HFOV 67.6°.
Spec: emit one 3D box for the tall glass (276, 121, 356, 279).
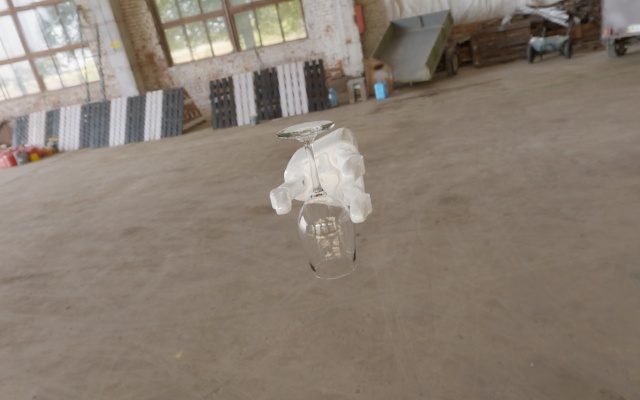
[{"bbox_3d":[0.000,0.001,0.629,0.079,0.201,0.079,-10,20,4],"label":"tall glass"}]
